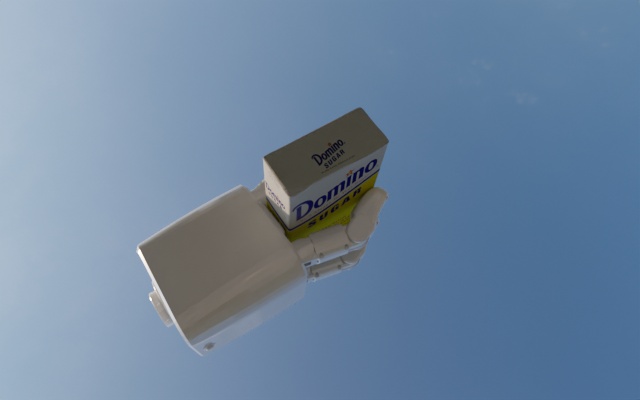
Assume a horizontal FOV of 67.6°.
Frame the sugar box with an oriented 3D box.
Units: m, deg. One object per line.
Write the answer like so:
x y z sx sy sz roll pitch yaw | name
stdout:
0.000 0.002 0.431 0.093 0.048 0.176 -30 -19 -17 | sugar box
